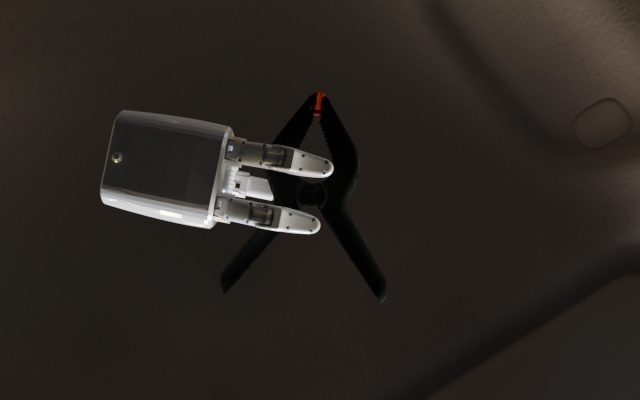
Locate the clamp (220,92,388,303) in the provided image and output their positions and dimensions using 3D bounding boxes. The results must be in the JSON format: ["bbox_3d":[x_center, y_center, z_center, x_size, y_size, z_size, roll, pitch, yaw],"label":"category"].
[{"bbox_3d":[0.000,0.001,0.474,0.164,0.210,0.036,11,-2,-5],"label":"clamp"}]
